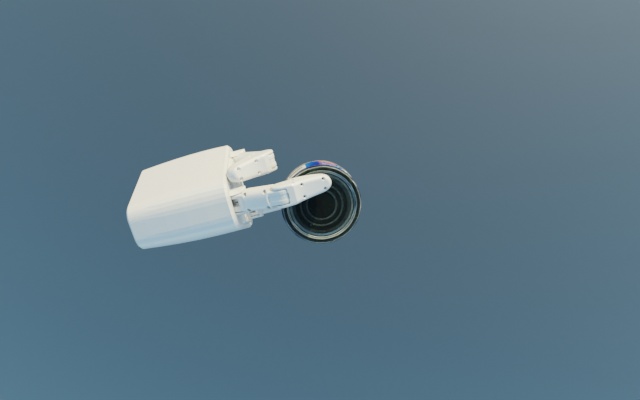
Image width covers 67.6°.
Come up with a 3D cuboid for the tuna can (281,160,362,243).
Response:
[{"bbox_3d":[0.000,0.002,0.509,0.086,0.086,0.033,0,12,-5],"label":"tuna can"}]
